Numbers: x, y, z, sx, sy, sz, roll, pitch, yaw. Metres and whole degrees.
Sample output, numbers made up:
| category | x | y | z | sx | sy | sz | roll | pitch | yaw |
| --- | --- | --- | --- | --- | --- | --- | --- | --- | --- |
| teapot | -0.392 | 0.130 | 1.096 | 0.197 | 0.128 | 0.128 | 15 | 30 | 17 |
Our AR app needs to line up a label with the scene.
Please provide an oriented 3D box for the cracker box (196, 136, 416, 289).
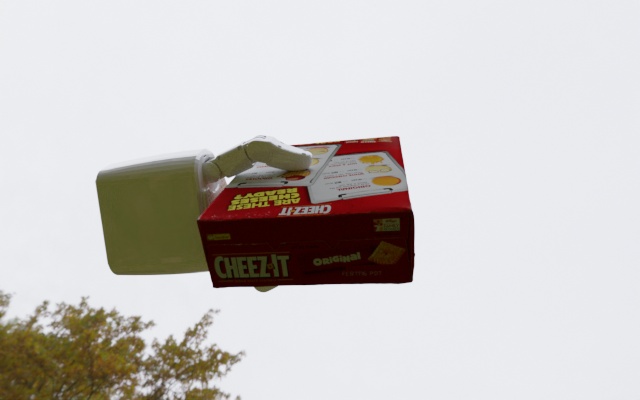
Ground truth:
| category | x | y | z | sx | sy | sz | roll | pitch | yaw |
| --- | --- | --- | --- | --- | --- | --- | --- | --- | --- |
| cracker box | 0.000 | 0.001 | 0.457 | 0.164 | 0.072 | 0.213 | -3 | 22 | 8 |
